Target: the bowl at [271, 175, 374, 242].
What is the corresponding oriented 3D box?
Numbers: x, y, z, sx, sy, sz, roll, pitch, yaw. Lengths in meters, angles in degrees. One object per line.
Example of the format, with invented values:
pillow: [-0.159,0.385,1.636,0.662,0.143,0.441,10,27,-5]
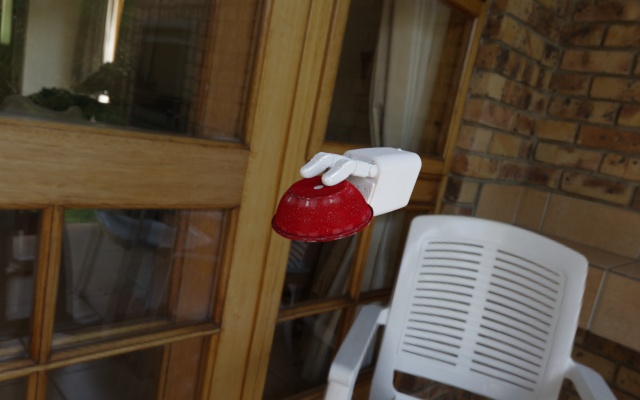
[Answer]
bowl: [-0.001,0.003,0.736,0.162,0.055,0.162,-6,24,3]
